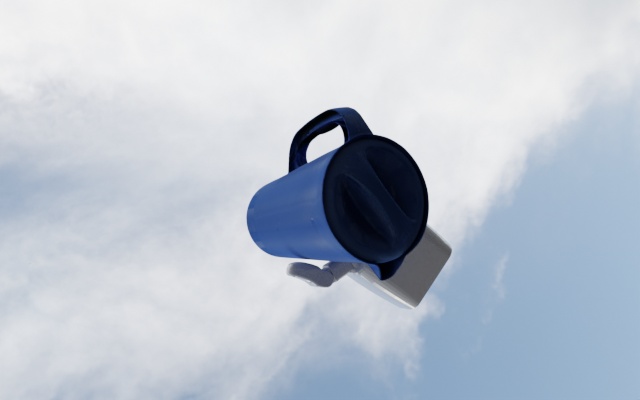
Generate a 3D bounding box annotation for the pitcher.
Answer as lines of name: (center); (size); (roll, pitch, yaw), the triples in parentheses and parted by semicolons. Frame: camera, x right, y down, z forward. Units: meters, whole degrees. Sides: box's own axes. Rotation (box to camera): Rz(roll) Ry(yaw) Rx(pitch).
pitcher: (0.000, 0.002, 0.576); (0.145, 0.149, 0.243); (35, -23, -22)
